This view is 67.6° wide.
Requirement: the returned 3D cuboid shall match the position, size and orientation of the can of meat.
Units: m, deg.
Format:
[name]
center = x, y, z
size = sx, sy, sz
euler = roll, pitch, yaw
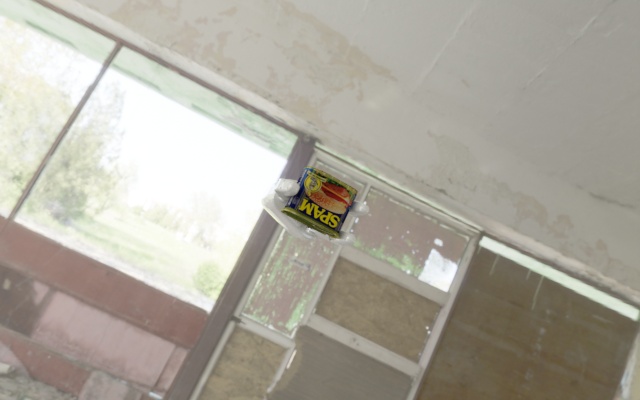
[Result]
[can of meat]
center = 0.000, 0.002, 0.776
size = 0.102, 0.084, 0.057
euler = 28, -11, -13
